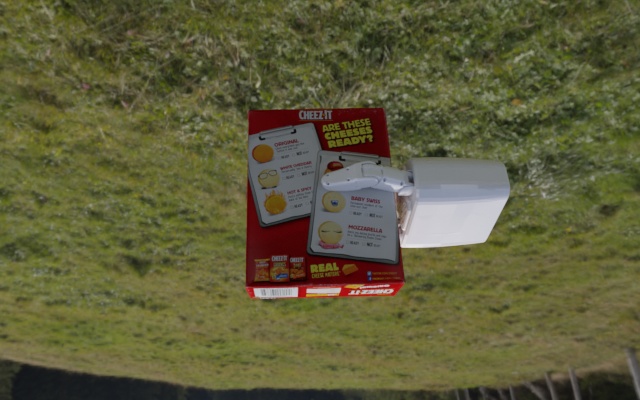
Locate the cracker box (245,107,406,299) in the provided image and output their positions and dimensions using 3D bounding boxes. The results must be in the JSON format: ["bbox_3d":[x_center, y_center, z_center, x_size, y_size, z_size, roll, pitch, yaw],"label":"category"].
[{"bbox_3d":[0.000,0.002,0.546,0.164,0.213,0.072,-1,-24,-4],"label":"cracker box"}]
